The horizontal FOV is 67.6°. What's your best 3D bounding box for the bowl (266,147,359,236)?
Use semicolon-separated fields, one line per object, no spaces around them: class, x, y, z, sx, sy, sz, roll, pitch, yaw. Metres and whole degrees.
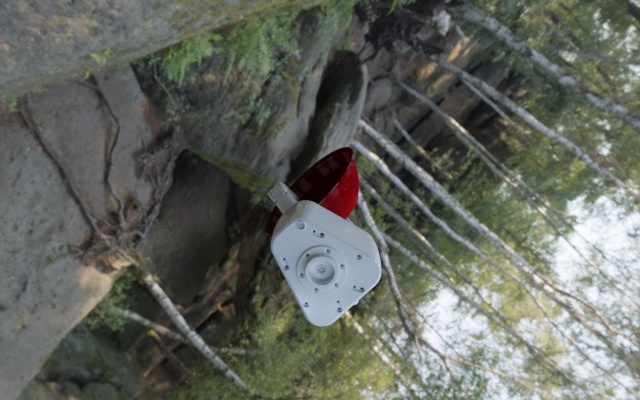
bowl;0.000;0.002;0.657;0.055;0.162;0.162;45;-17;-18
